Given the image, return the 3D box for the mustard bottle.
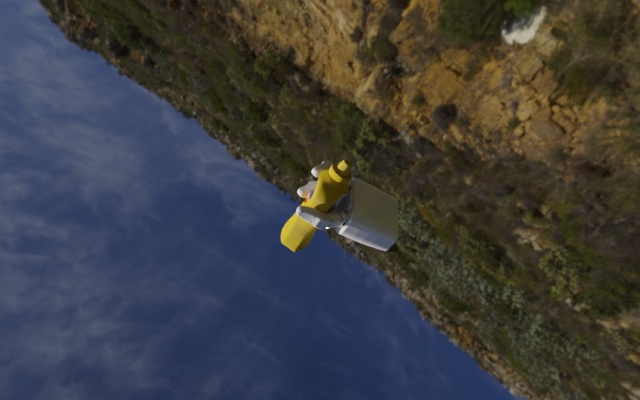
[{"bbox_3d":[0.000,0.003,0.863,0.058,0.192,0.096,36,30,1],"label":"mustard bottle"}]
